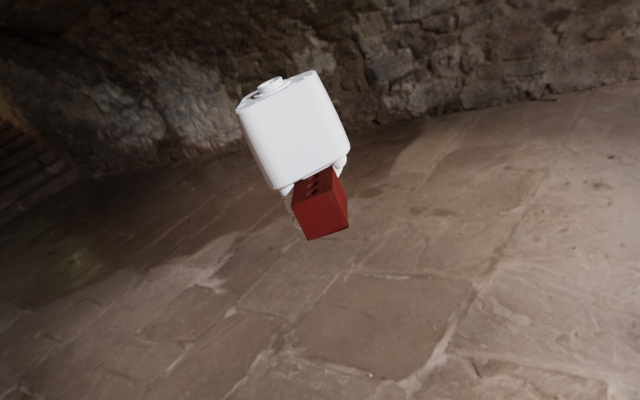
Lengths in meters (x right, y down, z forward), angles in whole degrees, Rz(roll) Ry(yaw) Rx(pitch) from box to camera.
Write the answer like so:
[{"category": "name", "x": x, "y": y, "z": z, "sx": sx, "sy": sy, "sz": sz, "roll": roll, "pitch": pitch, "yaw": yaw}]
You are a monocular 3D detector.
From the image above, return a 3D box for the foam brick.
[{"category": "foam brick", "x": 0.000, "y": 0.002, "z": 0.570, "sx": 0.053, "sy": 0.051, "sz": 0.078, "roll": -20, "pitch": 24, "yaw": 10}]
